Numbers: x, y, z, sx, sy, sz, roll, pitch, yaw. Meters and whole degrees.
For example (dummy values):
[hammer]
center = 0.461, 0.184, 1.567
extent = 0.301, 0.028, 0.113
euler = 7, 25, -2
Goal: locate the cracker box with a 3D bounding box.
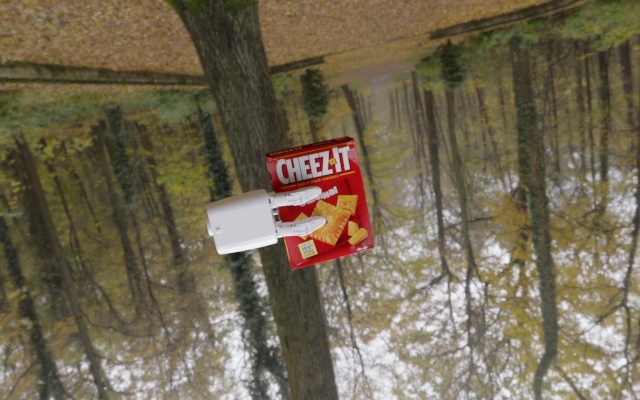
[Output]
[cracker box]
center = 0.000, 0.003, 0.884
extent = 0.164, 0.214, 0.072
euler = -13, 12, -7
